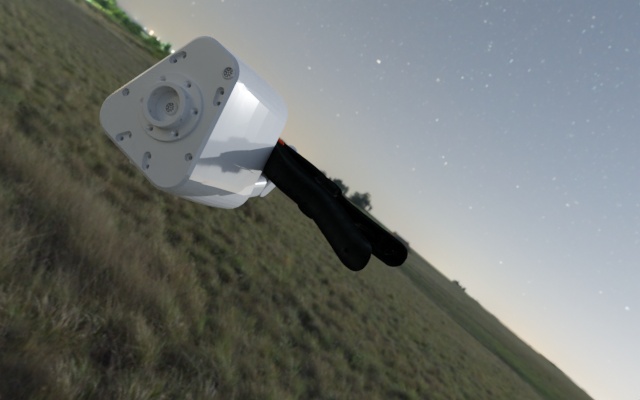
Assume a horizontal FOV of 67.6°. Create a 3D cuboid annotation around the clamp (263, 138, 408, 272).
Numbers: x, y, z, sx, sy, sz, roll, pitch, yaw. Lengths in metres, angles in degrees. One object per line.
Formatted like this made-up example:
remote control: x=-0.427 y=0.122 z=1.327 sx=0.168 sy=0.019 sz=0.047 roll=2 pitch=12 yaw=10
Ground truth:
clamp: x=0.000 y=0.001 z=0.414 sx=0.171 sy=0.039 sz=0.120 roll=40 pitch=6 yaw=14
